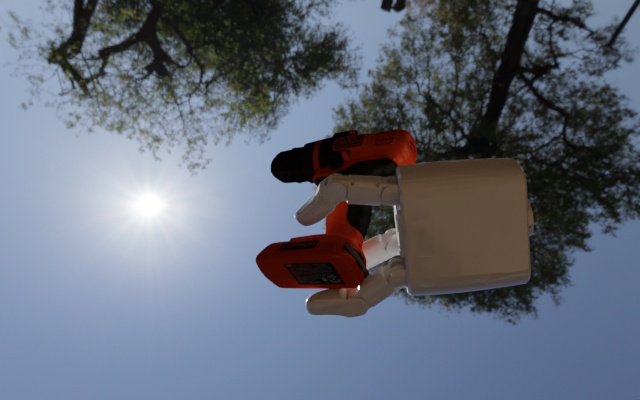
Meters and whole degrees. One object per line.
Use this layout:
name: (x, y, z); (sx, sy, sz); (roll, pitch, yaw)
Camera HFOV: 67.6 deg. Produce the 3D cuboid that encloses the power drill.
power drill: (0.000, 0.002, 0.509); (0.184, 0.187, 0.057); (-7, -44, 32)
